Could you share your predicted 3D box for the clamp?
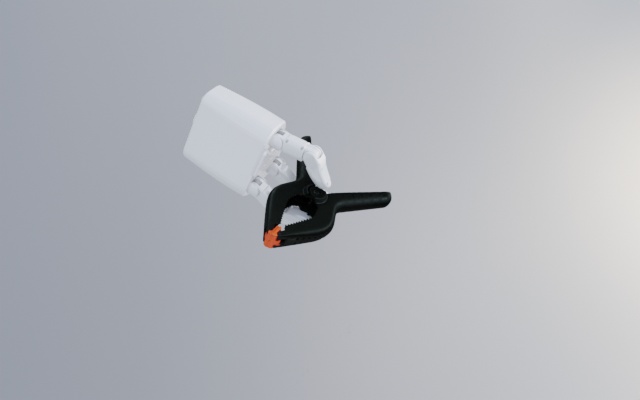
[{"bbox_3d":[0.000,0.002,0.646,0.164,0.036,0.210,31,43,6],"label":"clamp"}]
